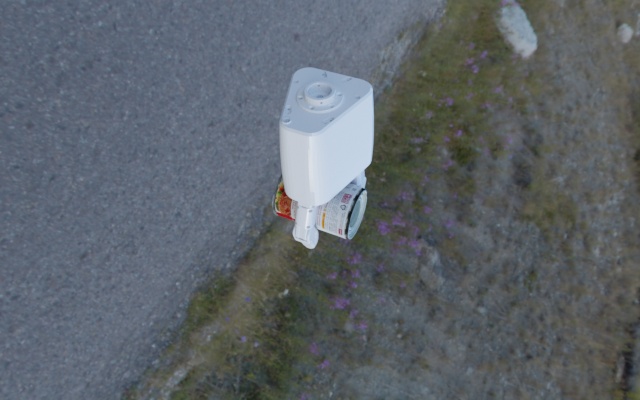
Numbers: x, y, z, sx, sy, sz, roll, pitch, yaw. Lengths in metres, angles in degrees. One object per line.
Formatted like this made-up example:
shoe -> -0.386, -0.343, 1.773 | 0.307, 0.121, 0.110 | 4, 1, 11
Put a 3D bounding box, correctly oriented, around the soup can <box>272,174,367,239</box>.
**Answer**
soup can -> 0.000, 0.002, 0.601 | 0.102, 0.068, 0.068 | 18, 5, 17
